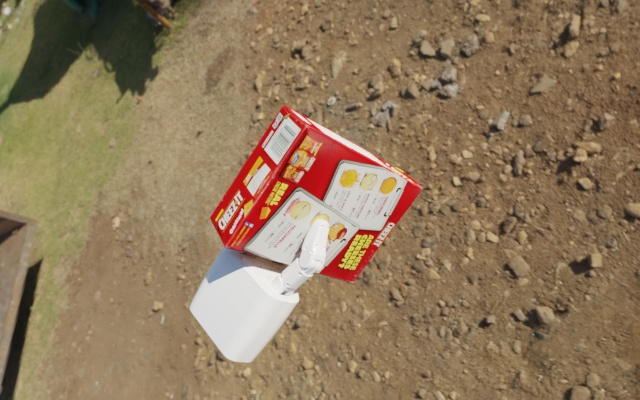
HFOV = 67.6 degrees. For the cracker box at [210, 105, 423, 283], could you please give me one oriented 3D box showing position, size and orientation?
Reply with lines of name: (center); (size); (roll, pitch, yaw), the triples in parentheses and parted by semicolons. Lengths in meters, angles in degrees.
cracker box: (0.000, 0.002, 0.589); (0.214, 0.164, 0.072); (22, 19, -41)
